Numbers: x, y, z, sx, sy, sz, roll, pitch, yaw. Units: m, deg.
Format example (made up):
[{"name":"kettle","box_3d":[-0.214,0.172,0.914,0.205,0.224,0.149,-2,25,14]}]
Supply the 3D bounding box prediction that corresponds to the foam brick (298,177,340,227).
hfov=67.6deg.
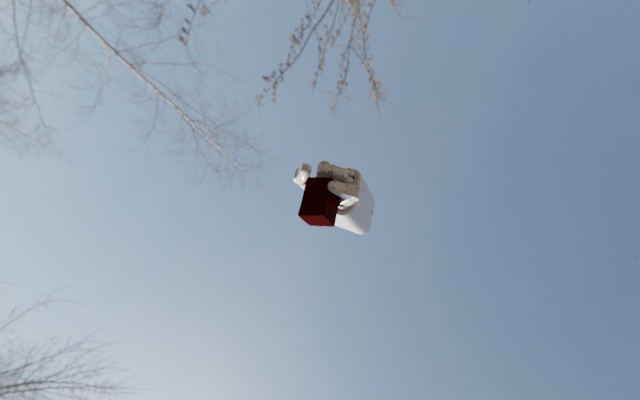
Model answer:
[{"name":"foam brick","box_3d":[0.000,0.003,0.860,0.053,0.078,0.051,1,-26,26]}]
